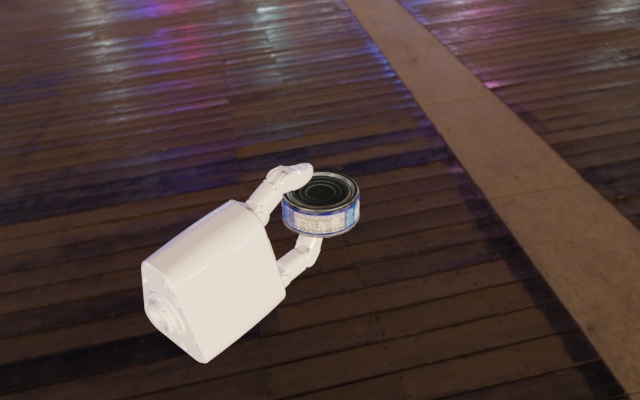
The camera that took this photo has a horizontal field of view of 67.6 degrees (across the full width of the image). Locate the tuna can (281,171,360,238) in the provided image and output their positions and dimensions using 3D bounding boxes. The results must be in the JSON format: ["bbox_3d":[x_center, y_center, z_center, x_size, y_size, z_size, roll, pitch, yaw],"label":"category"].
[{"bbox_3d":[0.000,0.001,0.519,0.086,0.034,0.086,-1,33,1],"label":"tuna can"}]
